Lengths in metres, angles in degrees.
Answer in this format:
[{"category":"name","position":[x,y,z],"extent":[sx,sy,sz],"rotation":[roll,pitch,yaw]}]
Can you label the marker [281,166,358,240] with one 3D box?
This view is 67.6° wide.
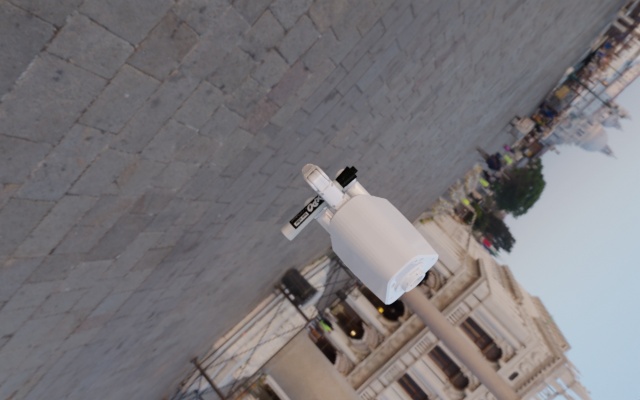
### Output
[{"category":"marker","position":[0.000,0.002,0.594],"extent":[0.121,0.020,0.020],"rotation":[-44,-2,2]}]
